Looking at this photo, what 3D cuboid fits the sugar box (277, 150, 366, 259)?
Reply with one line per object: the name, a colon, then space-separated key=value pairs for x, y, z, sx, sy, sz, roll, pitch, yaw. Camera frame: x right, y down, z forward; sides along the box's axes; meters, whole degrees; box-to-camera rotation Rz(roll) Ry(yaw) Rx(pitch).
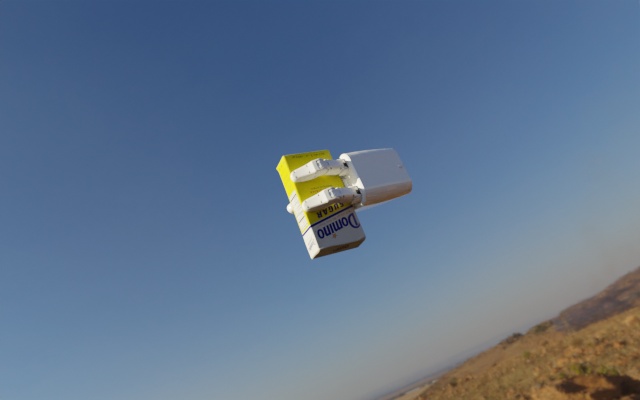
sugar box: x=0.000 y=0.002 z=0.800 sx=0.093 sy=0.176 sz=0.048 roll=-12 pitch=-25 yaw=-28
